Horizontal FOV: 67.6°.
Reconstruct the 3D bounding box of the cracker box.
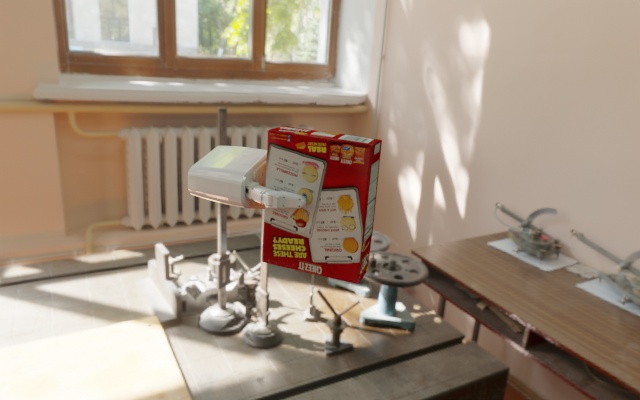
[{"bbox_3d":[0.000,0.002,0.732,0.164,0.214,0.072,10,18,19],"label":"cracker box"}]
